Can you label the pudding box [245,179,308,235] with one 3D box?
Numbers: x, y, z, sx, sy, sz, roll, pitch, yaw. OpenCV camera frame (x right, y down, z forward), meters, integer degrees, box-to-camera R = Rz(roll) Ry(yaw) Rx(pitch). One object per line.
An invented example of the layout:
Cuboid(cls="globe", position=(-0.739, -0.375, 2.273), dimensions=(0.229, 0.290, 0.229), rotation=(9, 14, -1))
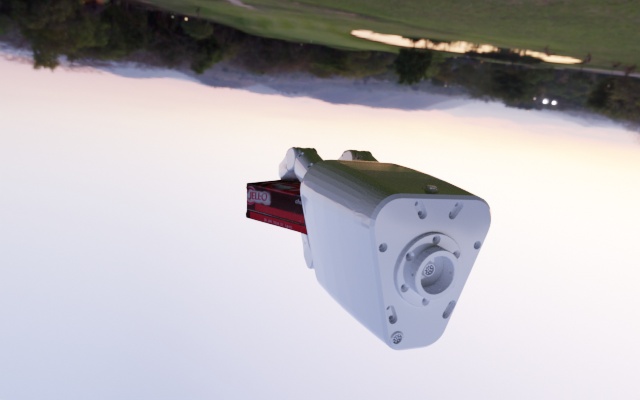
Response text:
Cuboid(cls="pudding box", position=(0.000, 0.002, 0.448), dimensions=(0.090, 0.039, 0.113), rotation=(14, 13, 37))
